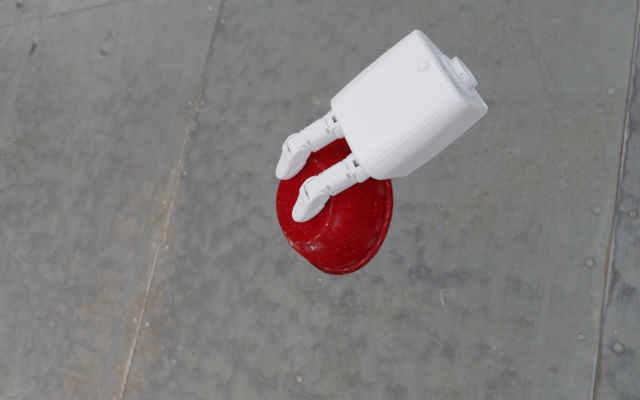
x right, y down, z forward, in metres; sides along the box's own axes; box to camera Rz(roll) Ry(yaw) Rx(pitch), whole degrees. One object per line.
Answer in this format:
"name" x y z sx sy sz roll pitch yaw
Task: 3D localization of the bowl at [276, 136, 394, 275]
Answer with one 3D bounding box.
"bowl" -0.001 0.003 0.525 0.055 0.162 0.162 5 -3 -43
